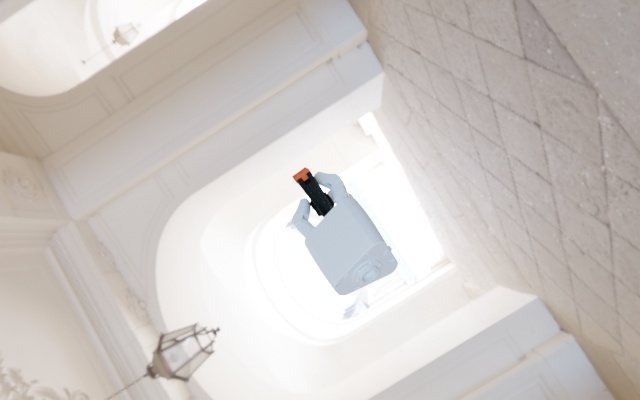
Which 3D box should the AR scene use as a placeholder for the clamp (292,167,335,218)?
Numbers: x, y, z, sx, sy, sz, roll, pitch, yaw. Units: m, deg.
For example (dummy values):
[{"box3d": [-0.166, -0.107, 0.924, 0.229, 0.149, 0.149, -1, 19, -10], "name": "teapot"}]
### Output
[{"box3d": [-0.001, 0.003, 0.835, 0.164, 0.036, 0.210, 51, -2, 43], "name": "clamp"}]
